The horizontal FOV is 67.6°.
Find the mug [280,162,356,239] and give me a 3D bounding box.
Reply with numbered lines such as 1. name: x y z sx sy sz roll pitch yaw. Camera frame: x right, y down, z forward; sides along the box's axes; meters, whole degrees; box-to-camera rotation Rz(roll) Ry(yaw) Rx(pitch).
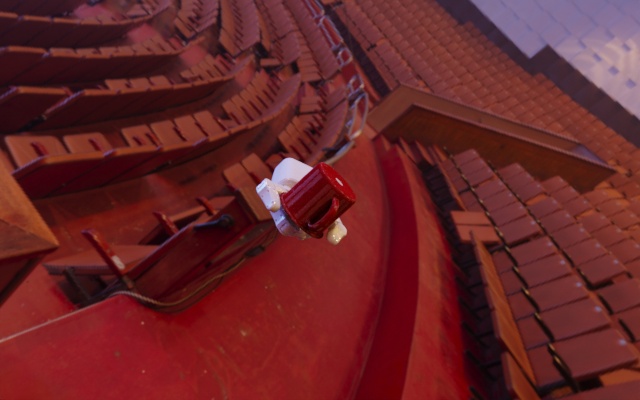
1. mug: 0.000 0.003 0.710 0.093 0.081 0.117 41 17 -21
